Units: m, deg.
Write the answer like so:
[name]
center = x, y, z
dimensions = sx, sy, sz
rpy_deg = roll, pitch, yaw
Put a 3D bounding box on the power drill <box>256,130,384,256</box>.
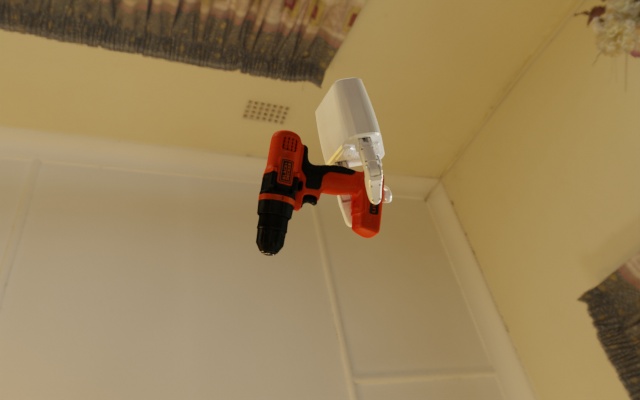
[power drill]
center = 0.001, 0.002, 0.708
dimensions = 0.188, 0.184, 0.057
rpy_deg = 14, -14, -24
